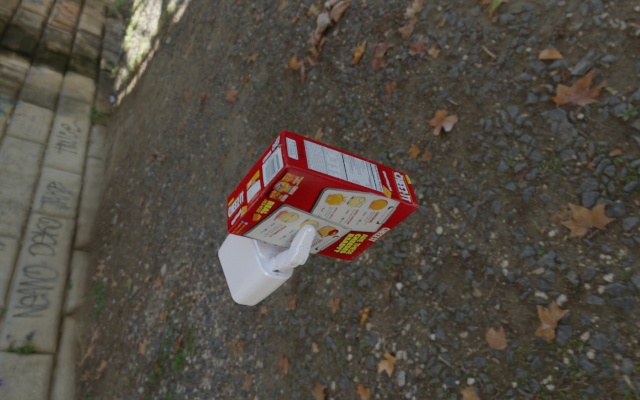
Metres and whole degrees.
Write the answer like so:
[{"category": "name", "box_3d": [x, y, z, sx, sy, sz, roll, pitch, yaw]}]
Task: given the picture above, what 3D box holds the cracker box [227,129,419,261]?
[{"category": "cracker box", "box_3d": [0.000, 0.002, 0.669, 0.214, 0.072, 0.164, 16, -42, -31]}]
